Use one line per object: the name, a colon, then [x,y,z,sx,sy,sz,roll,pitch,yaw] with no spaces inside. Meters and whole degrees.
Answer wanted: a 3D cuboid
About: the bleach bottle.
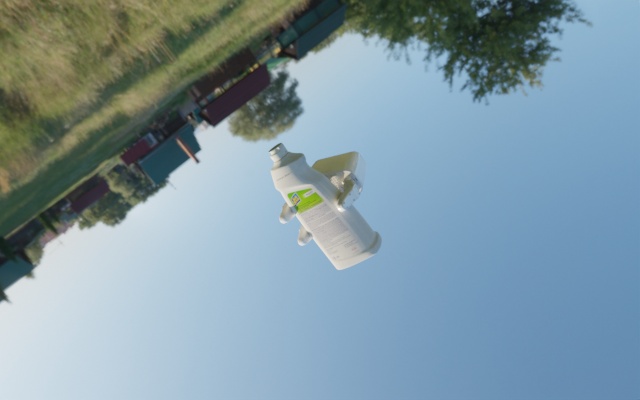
bleach bottle: [0.000,0.003,0.845,0.102,0.251,0.068,-29,18,24]
